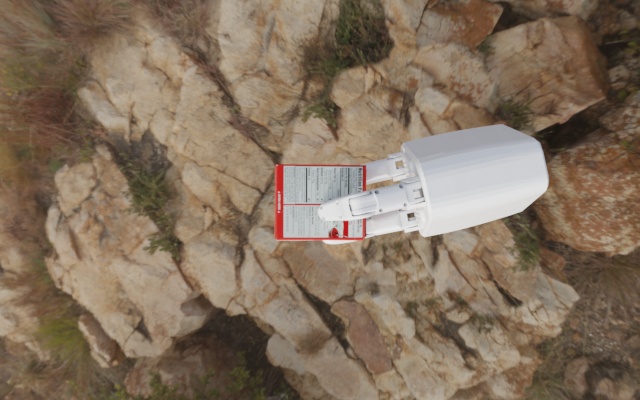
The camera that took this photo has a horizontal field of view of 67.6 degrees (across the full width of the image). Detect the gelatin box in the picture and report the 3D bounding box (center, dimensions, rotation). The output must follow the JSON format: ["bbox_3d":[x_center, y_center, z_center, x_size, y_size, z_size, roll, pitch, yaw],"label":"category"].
[{"bbox_3d":[0.000,0.002,0.466,0.089,0.073,0.030,0,2,-3],"label":"gelatin box"}]
